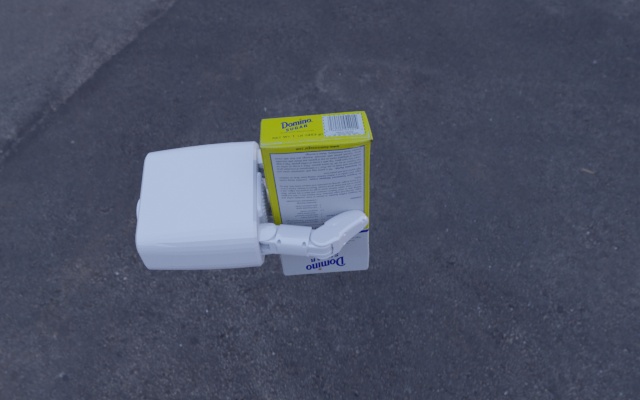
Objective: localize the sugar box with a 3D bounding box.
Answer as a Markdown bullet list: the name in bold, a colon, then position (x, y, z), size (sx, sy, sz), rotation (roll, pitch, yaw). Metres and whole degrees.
- **sugar box**: position (0.000, 0.001, 0.458), size (0.093, 0.048, 0.176), rotation (-4, -43, 0)
